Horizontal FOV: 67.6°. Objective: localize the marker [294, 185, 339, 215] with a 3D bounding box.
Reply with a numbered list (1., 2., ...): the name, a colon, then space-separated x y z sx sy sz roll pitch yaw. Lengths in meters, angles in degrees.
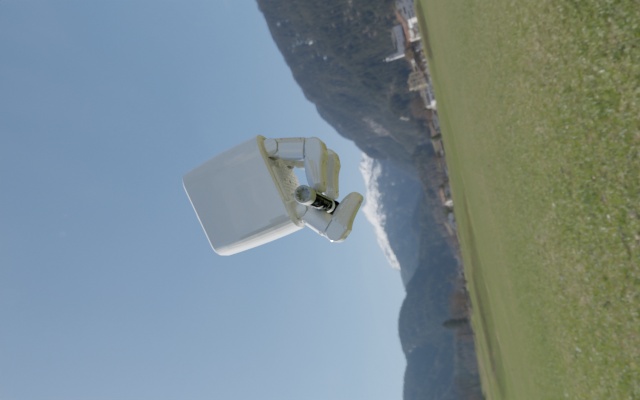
1. marker: 0.000 0.002 0.527 0.020 0.020 0.121 0 -8 17
